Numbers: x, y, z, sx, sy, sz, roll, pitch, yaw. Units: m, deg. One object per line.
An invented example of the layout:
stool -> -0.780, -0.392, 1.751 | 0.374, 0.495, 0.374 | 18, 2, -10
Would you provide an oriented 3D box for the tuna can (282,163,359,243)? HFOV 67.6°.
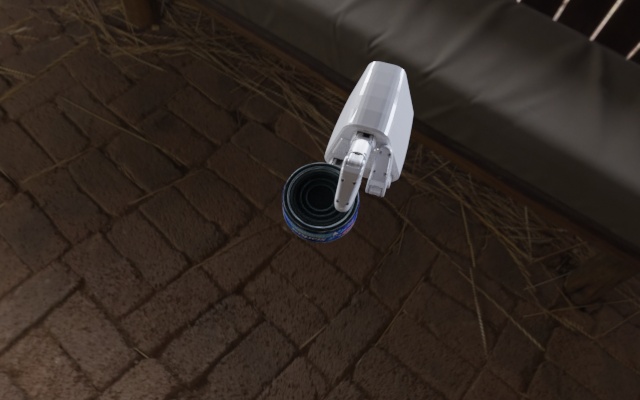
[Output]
tuna can -> 0.000, 0.002, 0.529 | 0.086, 0.086, 0.034 | 0, -23, -2
